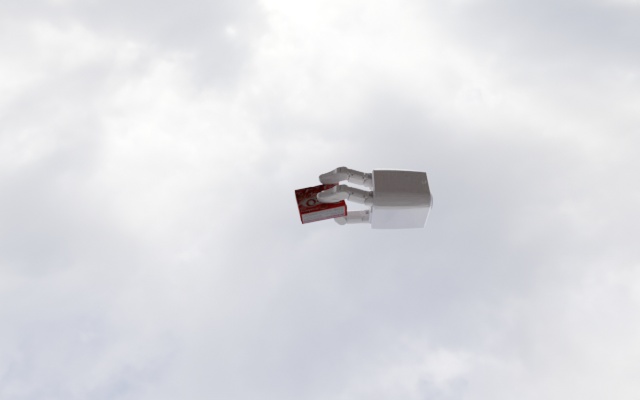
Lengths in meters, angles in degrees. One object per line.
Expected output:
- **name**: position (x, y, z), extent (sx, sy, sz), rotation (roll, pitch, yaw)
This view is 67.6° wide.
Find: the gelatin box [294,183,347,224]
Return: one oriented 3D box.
- **gelatin box**: position (0.000, 0.003, 0.900), extent (0.089, 0.030, 0.073), rotation (-11, 42, -4)
